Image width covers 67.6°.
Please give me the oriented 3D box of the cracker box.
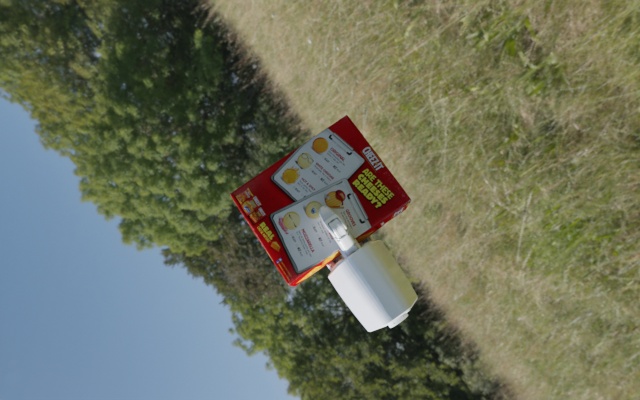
[{"bbox_3d":[0.000,0.002,0.720,0.213,0.164,0.072,-34,-12,-3],"label":"cracker box"}]
